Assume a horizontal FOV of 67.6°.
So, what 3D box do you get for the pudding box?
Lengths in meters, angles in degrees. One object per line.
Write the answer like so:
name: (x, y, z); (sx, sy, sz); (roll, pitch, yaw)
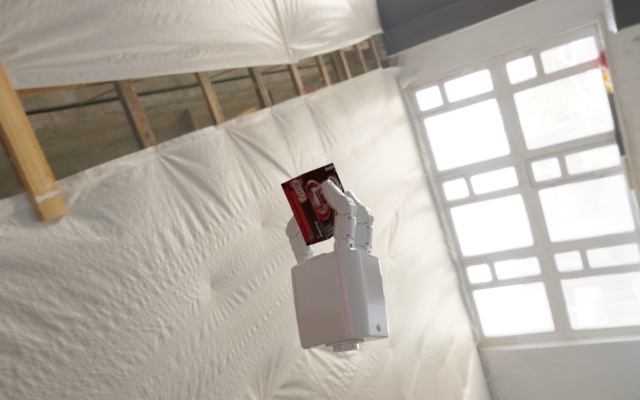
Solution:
pudding box: (0.000, 0.002, 0.650); (0.039, 0.090, 0.113); (-21, 4, 24)
